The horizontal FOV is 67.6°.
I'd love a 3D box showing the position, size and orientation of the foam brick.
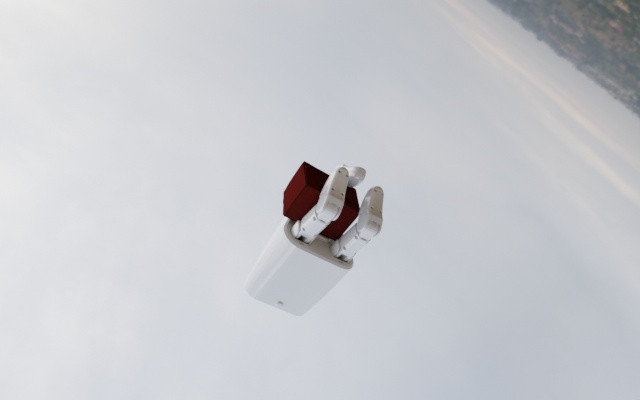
[{"bbox_3d":[0.000,0.002,0.563,0.078,0.051,0.053,28,29,-21],"label":"foam brick"}]
